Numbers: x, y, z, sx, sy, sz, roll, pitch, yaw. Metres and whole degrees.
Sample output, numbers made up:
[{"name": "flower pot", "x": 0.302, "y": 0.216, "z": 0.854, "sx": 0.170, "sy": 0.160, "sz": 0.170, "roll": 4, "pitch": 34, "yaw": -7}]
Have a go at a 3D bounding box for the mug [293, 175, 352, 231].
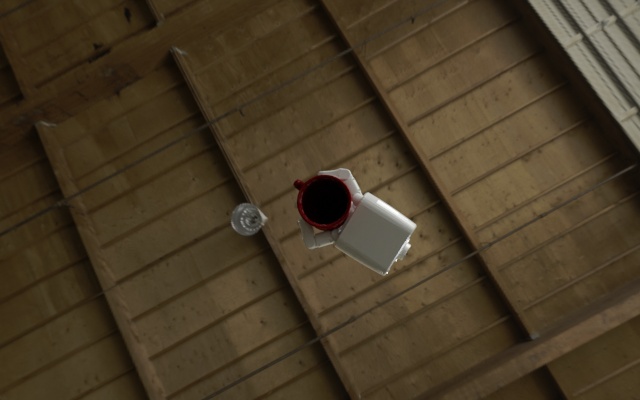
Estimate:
[{"name": "mug", "x": -0.001, "y": 0.002, "z": 0.846, "sx": 0.117, "sy": 0.093, "sz": 0.081, "roll": 34, "pitch": -7, "yaw": 11}]
